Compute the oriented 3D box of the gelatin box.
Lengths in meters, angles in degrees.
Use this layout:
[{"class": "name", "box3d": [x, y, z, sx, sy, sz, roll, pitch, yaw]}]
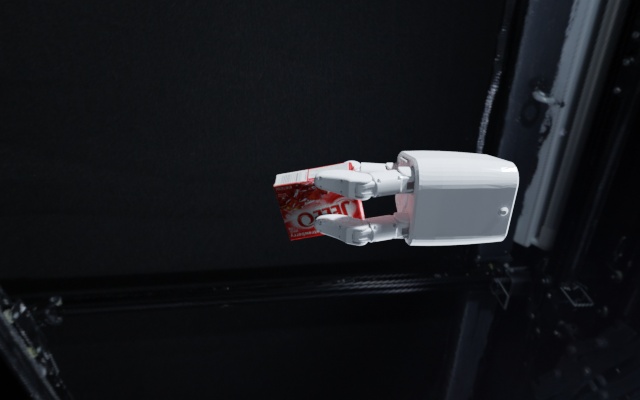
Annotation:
[{"class": "gelatin box", "box3d": [0.000, 0.002, 0.532, 0.089, 0.073, 0.030, -9, 30, 9]}]
